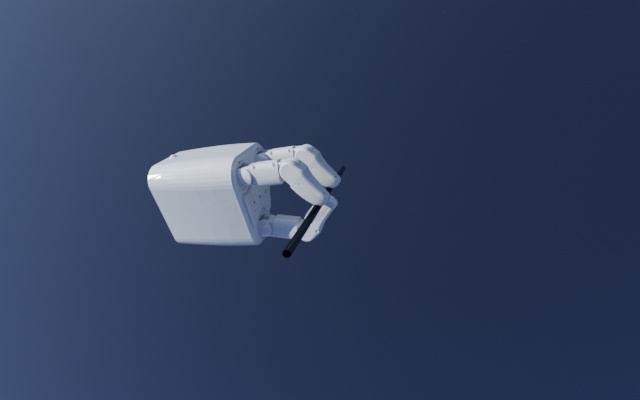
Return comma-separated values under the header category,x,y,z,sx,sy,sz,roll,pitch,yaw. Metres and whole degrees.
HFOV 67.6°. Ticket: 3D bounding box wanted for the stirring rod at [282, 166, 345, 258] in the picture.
category,x,y,z,sx,sy,sz,roll,pitch,yaw
stirring rod,0.000,0.002,0.506,0.011,0.011,0.239,0,21,15
